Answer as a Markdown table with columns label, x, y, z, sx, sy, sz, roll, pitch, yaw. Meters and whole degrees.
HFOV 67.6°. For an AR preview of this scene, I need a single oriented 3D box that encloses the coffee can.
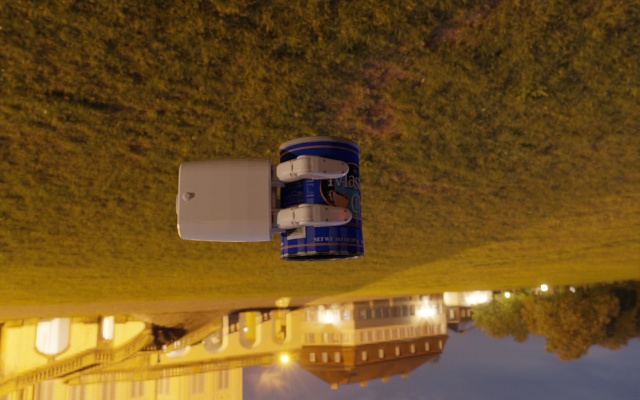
| label | x | y | z | sx | sy | sz | roll | pitch | yaw |
| --- | --- | --- | --- | --- | --- | --- | --- | --- | --- |
| coffee can | 0.000 | 0.002 | 0.596 | 0.103 | 0.140 | 0.103 | -2 | -11 | 0 |
